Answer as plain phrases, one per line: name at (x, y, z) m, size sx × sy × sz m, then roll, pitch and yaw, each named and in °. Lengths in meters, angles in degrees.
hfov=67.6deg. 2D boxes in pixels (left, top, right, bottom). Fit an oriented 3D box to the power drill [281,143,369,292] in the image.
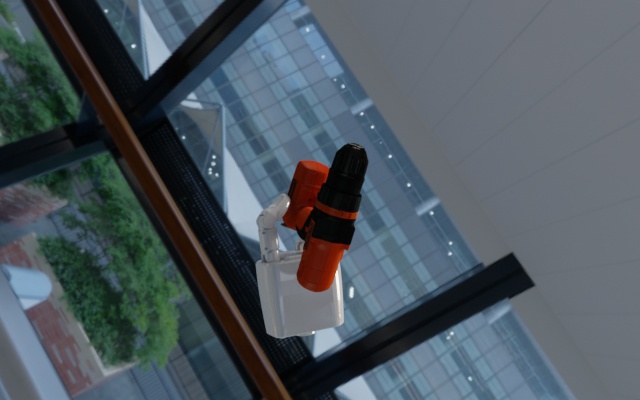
power drill at (0.000, 0.002, 0.627) m, size 0.057 × 0.184 × 0.187 m, roll 15°, pitch 13°, yaw -15°
